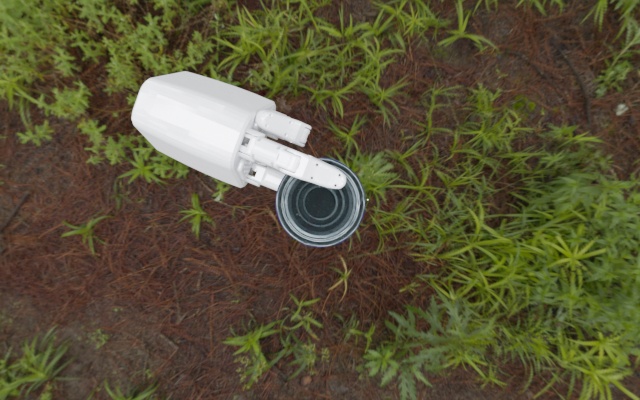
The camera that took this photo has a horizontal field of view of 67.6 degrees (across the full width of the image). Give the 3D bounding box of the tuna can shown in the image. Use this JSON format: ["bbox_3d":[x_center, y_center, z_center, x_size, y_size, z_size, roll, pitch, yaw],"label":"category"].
[{"bbox_3d":[0.000,0.002,0.459,0.086,0.086,0.034,0,2,0],"label":"tuna can"}]
